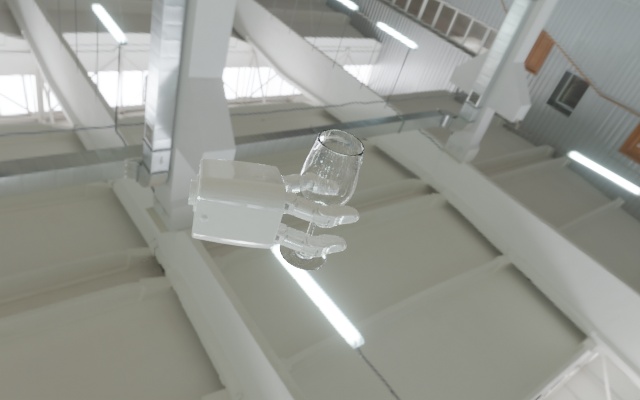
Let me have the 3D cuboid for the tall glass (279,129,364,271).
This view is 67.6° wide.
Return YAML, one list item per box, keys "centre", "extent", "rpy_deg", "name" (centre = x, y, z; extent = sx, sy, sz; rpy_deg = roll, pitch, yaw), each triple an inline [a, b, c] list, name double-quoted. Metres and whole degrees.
- centre: [0.000, 0.003, 0.663]
  extent: [0.079, 0.201, 0.079]
  rpy_deg: [13, 36, -10]
  name: "tall glass"
